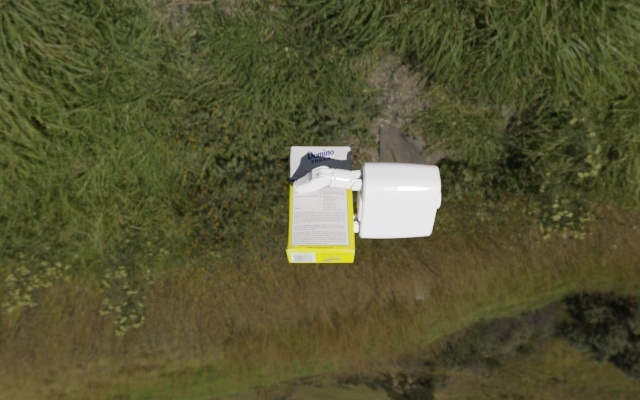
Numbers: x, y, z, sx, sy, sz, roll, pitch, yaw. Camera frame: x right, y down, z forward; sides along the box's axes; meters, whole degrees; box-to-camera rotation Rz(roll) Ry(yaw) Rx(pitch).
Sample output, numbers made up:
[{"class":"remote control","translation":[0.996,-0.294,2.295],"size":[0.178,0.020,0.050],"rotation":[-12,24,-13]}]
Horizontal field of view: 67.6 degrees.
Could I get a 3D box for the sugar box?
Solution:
[{"class":"sugar box","translation":[0.000,0.003,0.695],"size":[0.093,0.176,0.048],"rotation":[1,-34,0]}]
